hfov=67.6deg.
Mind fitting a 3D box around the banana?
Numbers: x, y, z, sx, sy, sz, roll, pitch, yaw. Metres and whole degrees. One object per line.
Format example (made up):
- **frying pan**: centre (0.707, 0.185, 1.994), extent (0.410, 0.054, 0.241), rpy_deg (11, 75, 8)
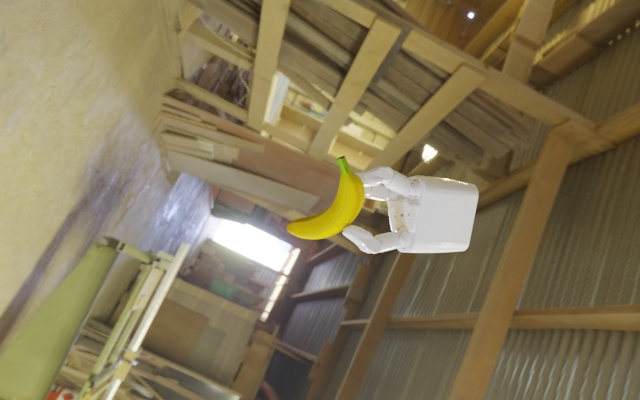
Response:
- **banana**: centre (0.012, 0.015, 0.683), extent (0.037, 0.069, 0.198), rpy_deg (-25, -17, -39)
